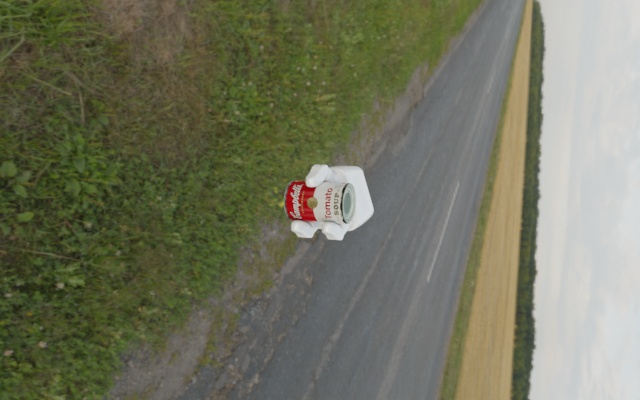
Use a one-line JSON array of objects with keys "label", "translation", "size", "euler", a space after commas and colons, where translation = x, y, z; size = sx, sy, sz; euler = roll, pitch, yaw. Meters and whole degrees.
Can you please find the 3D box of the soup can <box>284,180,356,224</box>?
[{"label": "soup can", "translation": [0.000, 0.003, 0.786], "size": [0.102, 0.068, 0.068], "euler": [3, 1, 23]}]
